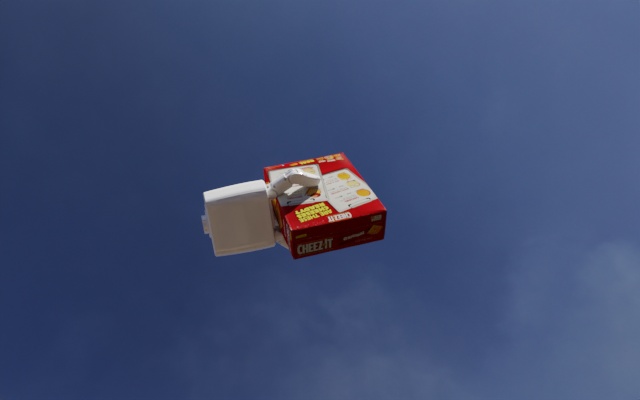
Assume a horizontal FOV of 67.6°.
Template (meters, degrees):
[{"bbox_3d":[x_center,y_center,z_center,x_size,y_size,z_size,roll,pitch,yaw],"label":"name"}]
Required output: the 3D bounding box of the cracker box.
[{"bbox_3d":[0.000,0.003,0.856,0.164,0.072,0.213,-12,35,-13],"label":"cracker box"}]
